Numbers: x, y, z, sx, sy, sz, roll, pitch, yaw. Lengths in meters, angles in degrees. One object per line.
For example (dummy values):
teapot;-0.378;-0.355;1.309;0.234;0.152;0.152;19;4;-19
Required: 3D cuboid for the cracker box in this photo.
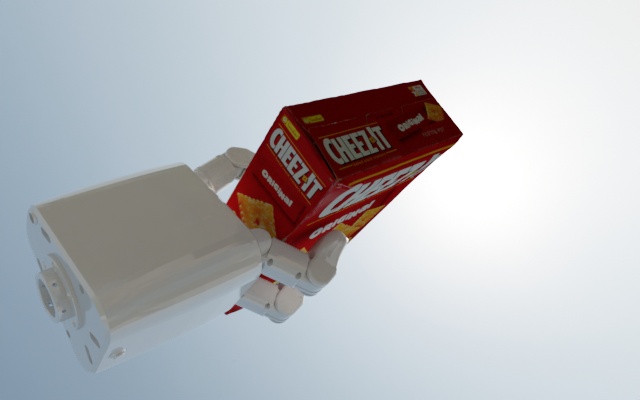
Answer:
cracker box;0.000;0.001;0.419;0.164;0.072;0.214;-23;-18;-43
